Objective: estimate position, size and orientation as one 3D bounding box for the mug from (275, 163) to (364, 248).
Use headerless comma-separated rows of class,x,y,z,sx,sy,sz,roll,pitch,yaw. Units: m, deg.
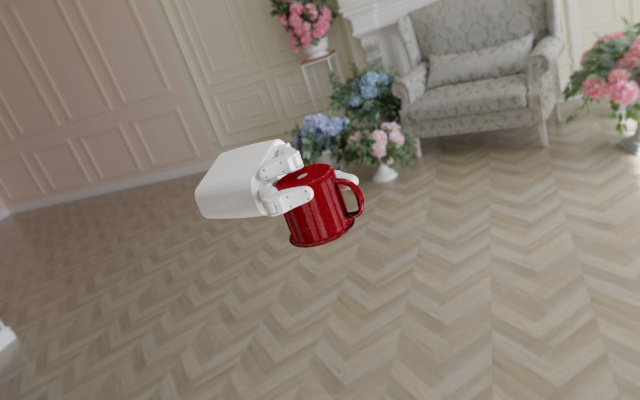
mug,0.001,0.002,0.620,0.117,0.081,0.093,-7,24,29
